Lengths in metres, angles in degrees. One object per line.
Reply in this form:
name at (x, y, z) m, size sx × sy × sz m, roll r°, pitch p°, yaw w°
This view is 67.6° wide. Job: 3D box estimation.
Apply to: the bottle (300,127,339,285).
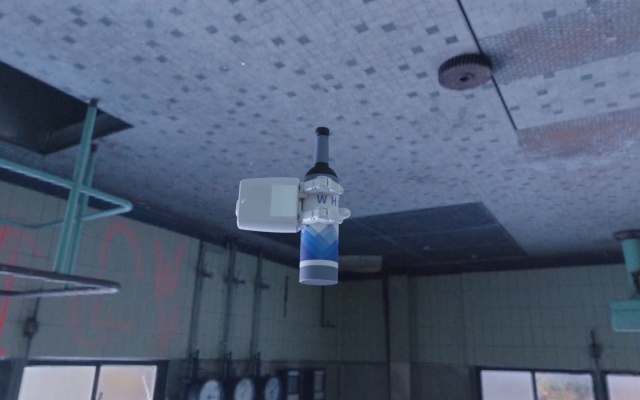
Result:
bottle at (0.000, 0.003, 0.876) m, size 0.069 × 0.295 × 0.069 m, roll 1°, pitch -18°, yaw 0°
